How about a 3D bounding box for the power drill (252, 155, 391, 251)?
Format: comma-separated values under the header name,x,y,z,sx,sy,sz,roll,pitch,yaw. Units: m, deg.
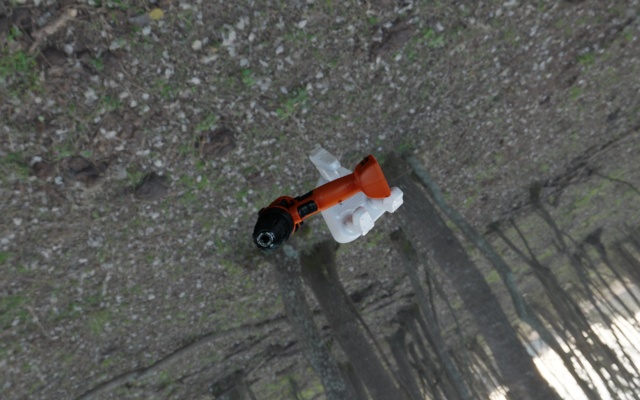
name,x,y,z,sx,sy,sz,roll,pitch,yaw
power drill,0.001,0.002,0.659,0.187,0.057,0.184,-23,10,8
